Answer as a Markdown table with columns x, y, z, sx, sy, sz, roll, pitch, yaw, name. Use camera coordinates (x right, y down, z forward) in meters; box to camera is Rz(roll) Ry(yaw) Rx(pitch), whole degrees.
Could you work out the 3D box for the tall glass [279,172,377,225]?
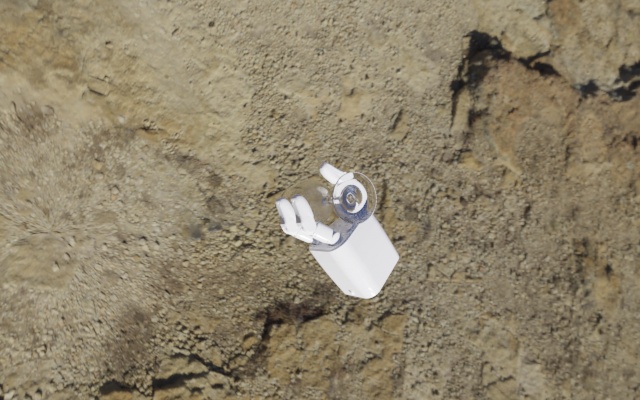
| x | y | z | sx | sy | sz | roll | pitch | yaw | name |
| --- | --- | --- | --- | --- | --- | --- | --- | --- | --- |
| 0.000 | 0.002 | 0.753 | 0.079 | 0.079 | 0.201 | 0 | -3 | -30 | tall glass |
